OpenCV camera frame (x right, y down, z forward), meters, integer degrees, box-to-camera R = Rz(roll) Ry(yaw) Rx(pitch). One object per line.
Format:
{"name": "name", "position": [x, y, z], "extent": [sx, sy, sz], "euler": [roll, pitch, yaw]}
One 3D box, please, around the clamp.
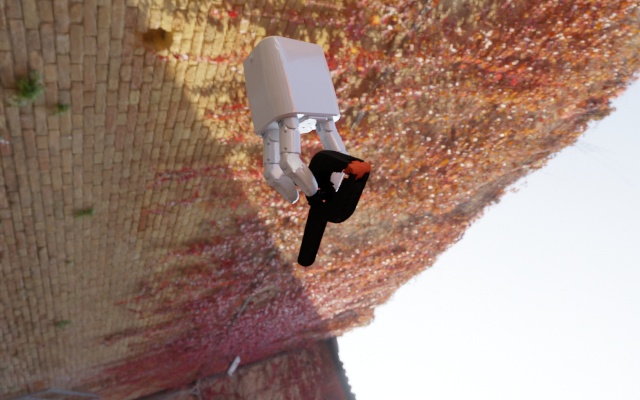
{"name": "clamp", "position": [0.001, 0.002, 0.633], "extent": [0.036, 0.164, 0.210], "euler": [-12, -4, -32]}
